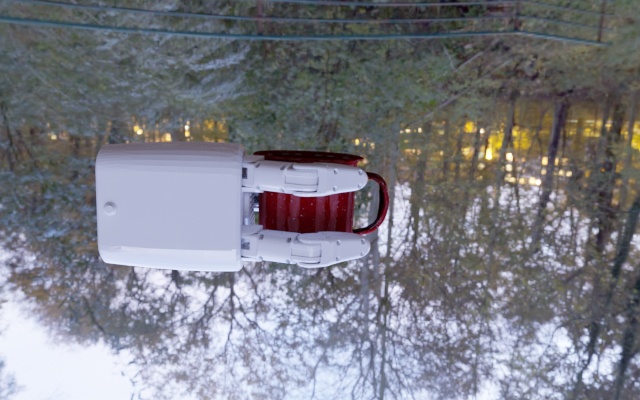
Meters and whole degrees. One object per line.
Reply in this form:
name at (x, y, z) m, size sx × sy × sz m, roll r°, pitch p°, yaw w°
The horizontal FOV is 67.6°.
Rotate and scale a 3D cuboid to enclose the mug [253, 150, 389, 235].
mug at (0.002, 0.002, 0.410) m, size 0.117 × 0.081 × 0.093 m, roll 2°, pitch 9°, yaw -2°
